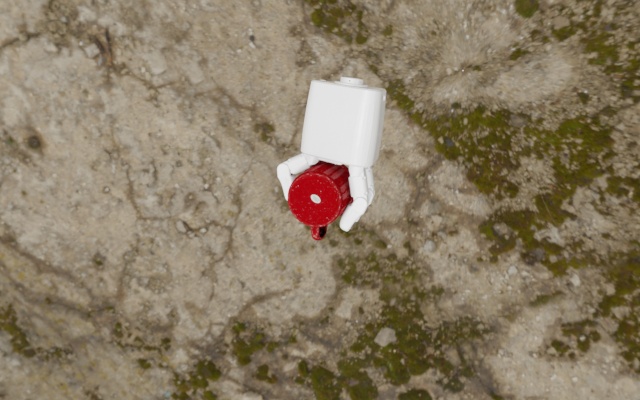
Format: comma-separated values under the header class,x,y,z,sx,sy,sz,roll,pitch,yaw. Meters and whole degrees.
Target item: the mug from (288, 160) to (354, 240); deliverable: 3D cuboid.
class,x,y,z,sx,sy,sz,roll,pitch,yaw
mug,0.000,0.004,0.705,0.093,0.117,0.081,10,16,14
